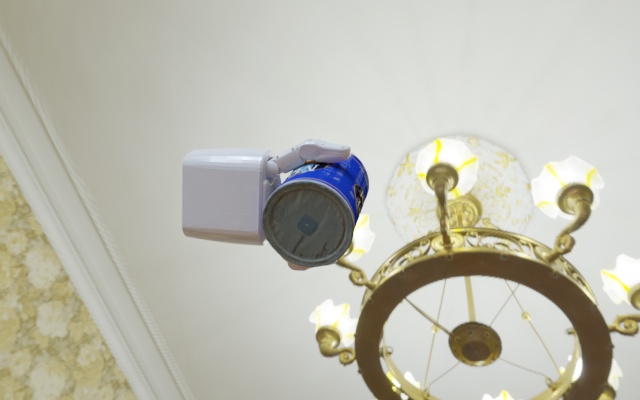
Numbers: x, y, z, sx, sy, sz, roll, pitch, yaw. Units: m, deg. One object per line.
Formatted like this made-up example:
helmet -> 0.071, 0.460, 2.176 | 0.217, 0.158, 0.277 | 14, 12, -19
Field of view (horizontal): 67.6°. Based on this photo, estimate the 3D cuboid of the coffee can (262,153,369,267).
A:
coffee can -> 0.000, 0.002, 0.577 | 0.103, 0.103, 0.140 | 0, 22, 13
